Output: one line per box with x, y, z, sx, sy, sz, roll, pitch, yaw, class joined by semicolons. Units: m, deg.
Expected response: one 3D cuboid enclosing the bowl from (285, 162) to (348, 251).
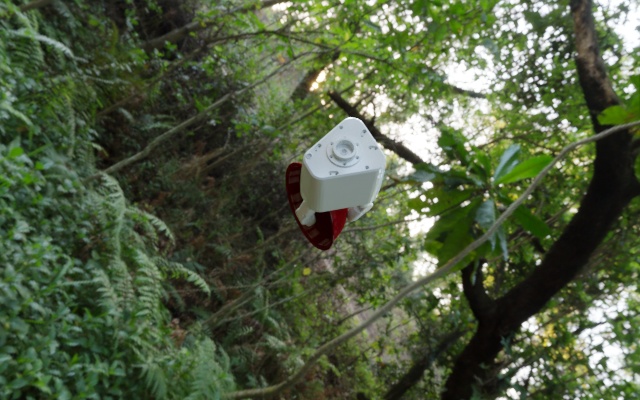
0.000;0.003;0.830;0.055;0.162;0.162;-22;9;-24;bowl
